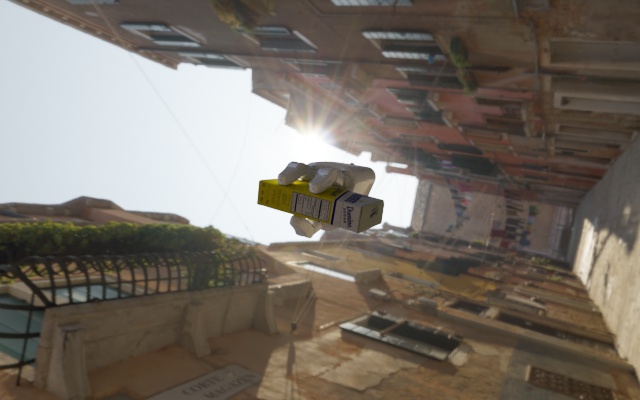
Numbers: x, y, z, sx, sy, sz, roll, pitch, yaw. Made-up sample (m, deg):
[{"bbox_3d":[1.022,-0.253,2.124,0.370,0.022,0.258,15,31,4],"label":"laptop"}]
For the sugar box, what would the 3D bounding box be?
[{"bbox_3d":[0.000,0.002,0.729,0.176,0.048,0.093,12,12,26],"label":"sugar box"}]
